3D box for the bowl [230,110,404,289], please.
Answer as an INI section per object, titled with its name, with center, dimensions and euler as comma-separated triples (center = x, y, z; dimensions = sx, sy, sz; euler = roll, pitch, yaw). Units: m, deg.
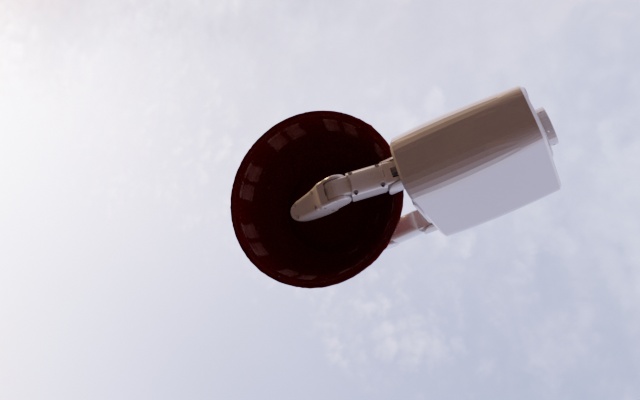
[bowl]
center = -0.001, 0.002, 0.445
dimensions = 0.162, 0.162, 0.055
euler = 0, -13, 18
